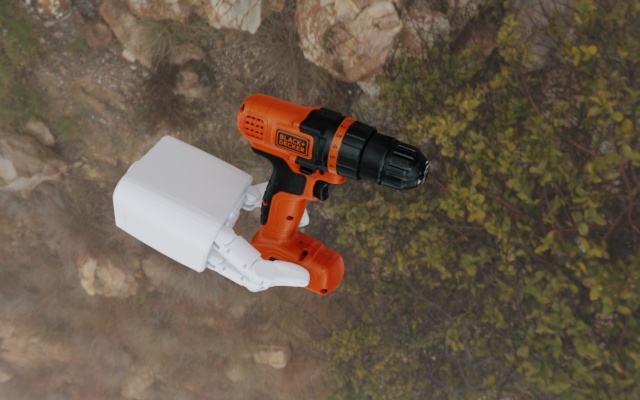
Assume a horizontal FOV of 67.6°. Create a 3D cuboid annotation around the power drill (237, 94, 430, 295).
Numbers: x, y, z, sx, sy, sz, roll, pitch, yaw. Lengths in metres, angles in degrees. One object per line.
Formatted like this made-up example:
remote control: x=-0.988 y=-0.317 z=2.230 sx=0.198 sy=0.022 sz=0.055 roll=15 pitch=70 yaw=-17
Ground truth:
power drill: x=0.000 y=0.002 z=0.472 sx=0.184 sy=0.188 sz=0.057 roll=22 pitch=35 yaw=18
